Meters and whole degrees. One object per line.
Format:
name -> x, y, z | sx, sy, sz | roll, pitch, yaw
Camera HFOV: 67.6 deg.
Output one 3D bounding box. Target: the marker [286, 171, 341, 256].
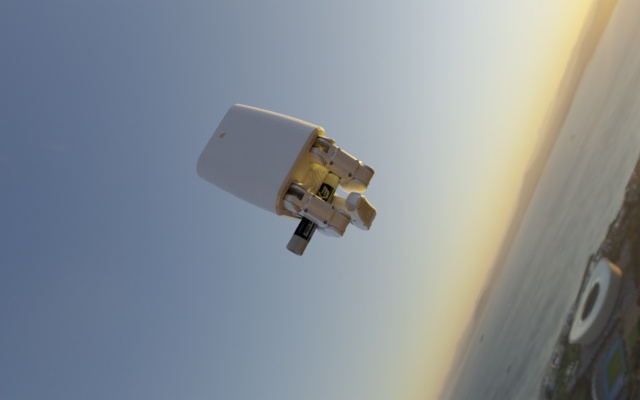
marker -> 0.000, 0.002, 0.505 | 0.020, 0.121, 0.020 | 26, -16, 8
